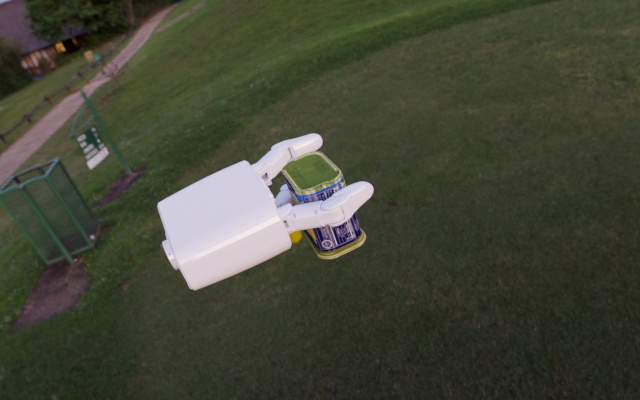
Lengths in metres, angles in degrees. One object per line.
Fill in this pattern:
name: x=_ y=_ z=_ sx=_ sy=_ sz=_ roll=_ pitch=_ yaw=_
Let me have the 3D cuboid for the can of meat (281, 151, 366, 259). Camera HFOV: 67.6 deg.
can of meat: x=0.000 y=0.001 z=0.527 sx=0.057 sy=0.084 sz=0.102 roll=-24 pitch=27 yaw=-8
